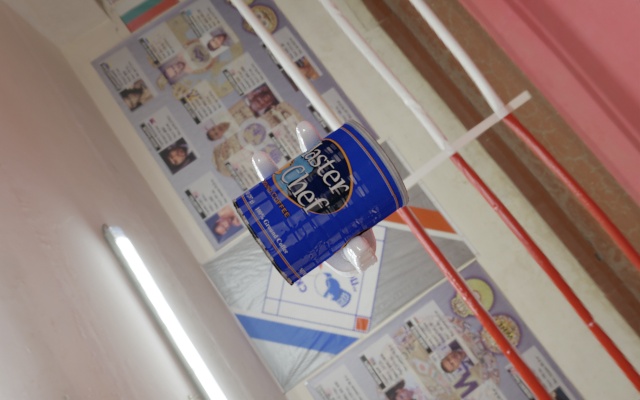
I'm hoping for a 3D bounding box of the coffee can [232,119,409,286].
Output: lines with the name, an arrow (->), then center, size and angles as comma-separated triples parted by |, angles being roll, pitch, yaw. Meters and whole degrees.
coffee can -> 0.000, 0.001, 0.471 | 0.140, 0.103, 0.103 | -35, 3, -4
